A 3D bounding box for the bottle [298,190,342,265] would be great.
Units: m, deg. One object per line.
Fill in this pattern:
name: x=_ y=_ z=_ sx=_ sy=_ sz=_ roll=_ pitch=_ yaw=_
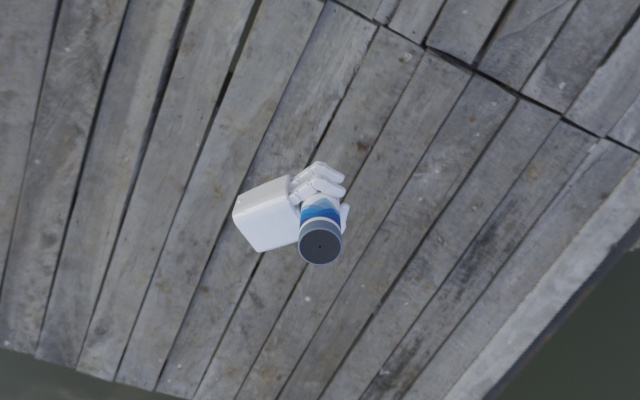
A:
bottle: x=0.000 y=0.003 z=0.842 sx=0.069 sy=0.069 sz=0.295 roll=0 pitch=27 yaw=0
